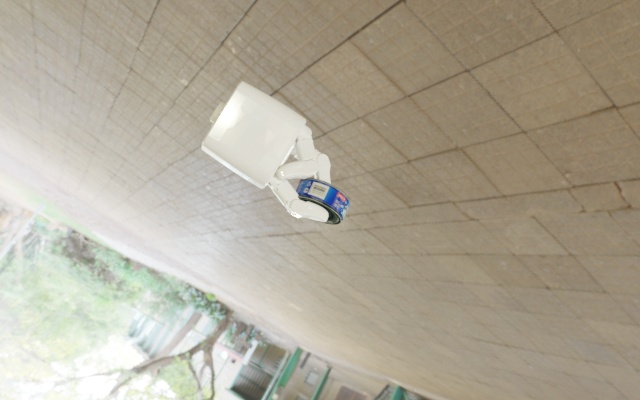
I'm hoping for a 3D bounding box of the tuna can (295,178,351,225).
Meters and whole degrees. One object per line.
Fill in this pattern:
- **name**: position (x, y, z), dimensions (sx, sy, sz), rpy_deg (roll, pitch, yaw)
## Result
- **tuna can**: position (0.000, 0.003, 0.725), dimensions (0.086, 0.033, 0.086), rpy_deg (22, -21, 9)
